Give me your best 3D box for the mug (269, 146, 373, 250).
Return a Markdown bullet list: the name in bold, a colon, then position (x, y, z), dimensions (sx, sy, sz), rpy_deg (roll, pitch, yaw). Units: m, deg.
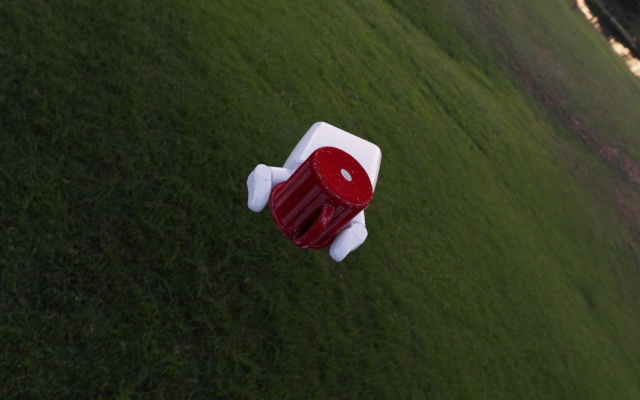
- **mug**: position (0.000, 0.002, 0.514), dimensions (0.093, 0.117, 0.081), rpy_deg (36, -50, -12)
